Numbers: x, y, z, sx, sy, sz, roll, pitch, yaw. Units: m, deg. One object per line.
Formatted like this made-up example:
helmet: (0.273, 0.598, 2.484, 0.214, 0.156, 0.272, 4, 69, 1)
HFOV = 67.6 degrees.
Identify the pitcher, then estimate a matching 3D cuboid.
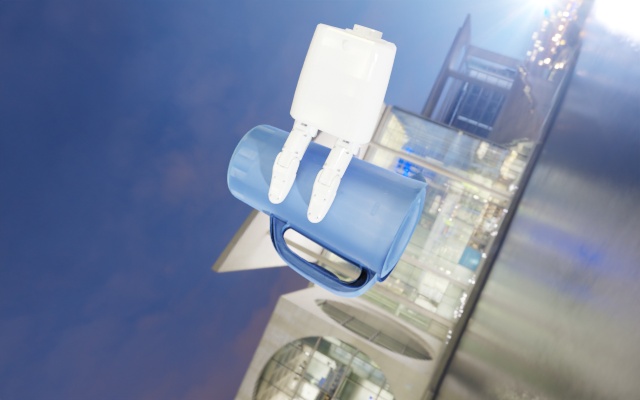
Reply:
pitcher: (0.000, 0.002, 0.609, 0.243, 0.145, 0.149, 25, 25, 18)
